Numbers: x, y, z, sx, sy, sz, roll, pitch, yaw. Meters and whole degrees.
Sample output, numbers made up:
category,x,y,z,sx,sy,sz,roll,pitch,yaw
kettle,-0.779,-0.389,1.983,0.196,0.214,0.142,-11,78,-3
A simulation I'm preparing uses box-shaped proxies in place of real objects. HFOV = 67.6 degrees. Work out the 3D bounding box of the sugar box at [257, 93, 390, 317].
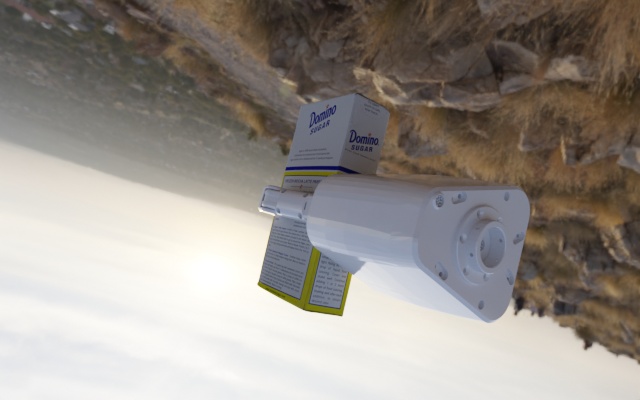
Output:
category,x,y,z,sx,sy,sz,roll,pitch,yaw
sugar box,0.001,0.002,0.415,0.048,0.176,0.093,20,-7,-31
